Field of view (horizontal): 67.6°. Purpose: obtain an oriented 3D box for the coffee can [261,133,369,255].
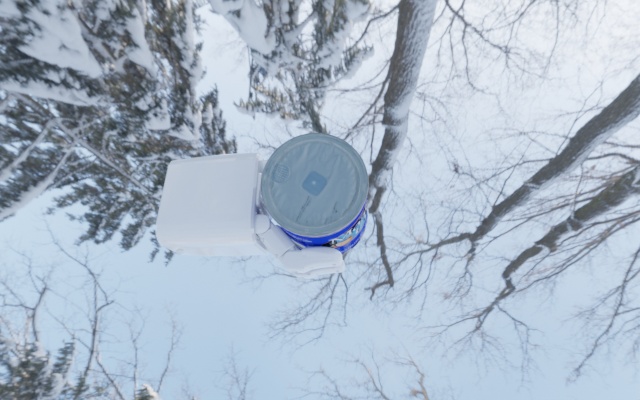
[{"bbox_3d":[0.000,0.002,0.516,0.103,0.102,0.140,0,-16,5],"label":"coffee can"}]
